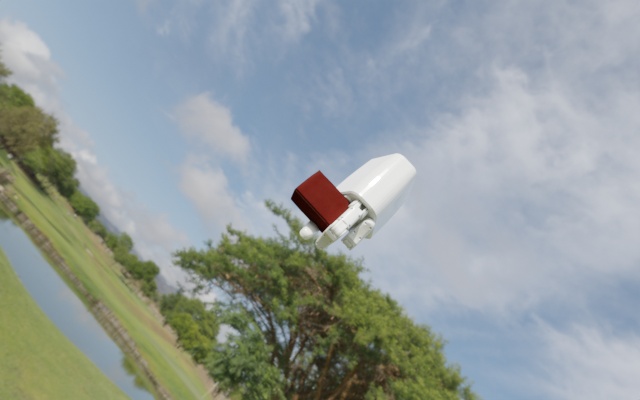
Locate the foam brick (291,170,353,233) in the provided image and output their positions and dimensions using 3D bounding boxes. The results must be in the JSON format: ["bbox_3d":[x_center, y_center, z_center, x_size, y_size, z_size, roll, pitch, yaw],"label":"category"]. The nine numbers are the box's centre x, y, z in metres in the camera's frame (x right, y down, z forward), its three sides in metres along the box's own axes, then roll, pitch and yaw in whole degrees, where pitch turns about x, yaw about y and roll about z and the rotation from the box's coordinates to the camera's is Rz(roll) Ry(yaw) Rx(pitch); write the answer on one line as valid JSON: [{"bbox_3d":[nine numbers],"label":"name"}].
[{"bbox_3d":[0.000,0.002,0.739,0.051,0.078,0.053,-42,-3,-20],"label":"foam brick"}]
